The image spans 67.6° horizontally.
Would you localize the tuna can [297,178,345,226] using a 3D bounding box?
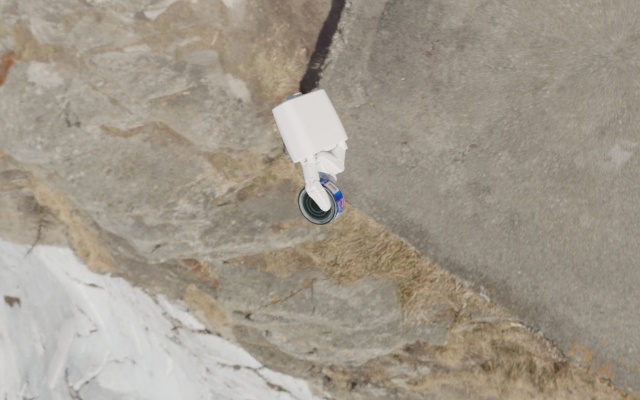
[{"bbox_3d":[0.000,0.003,0.894,0.086,0.086,0.033,0,20,30],"label":"tuna can"}]
